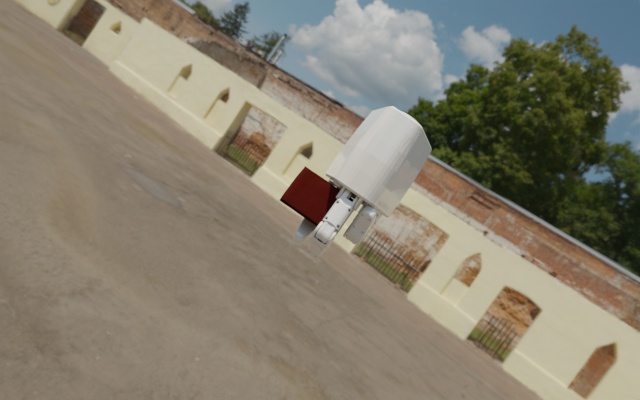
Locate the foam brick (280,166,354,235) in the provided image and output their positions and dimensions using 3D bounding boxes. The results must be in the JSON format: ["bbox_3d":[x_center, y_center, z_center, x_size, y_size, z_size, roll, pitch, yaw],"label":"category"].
[{"bbox_3d":[0.000,0.002,0.582,0.078,0.051,0.053,35,2,7],"label":"foam brick"}]
